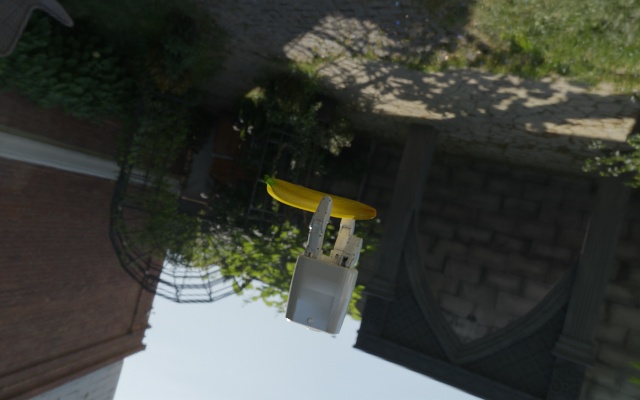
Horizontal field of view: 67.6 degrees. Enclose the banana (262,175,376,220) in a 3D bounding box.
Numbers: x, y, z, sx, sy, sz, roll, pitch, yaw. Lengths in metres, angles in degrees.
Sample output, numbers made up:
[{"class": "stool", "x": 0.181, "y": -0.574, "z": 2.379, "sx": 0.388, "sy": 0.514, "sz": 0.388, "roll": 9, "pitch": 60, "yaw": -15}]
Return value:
[{"class": "banana", "x": -0.007, "y": 0.001, "z": 0.802, "sx": 0.198, "sy": 0.037, "sz": 0.069, "roll": 16, "pitch": -2, "yaw": -11}]
